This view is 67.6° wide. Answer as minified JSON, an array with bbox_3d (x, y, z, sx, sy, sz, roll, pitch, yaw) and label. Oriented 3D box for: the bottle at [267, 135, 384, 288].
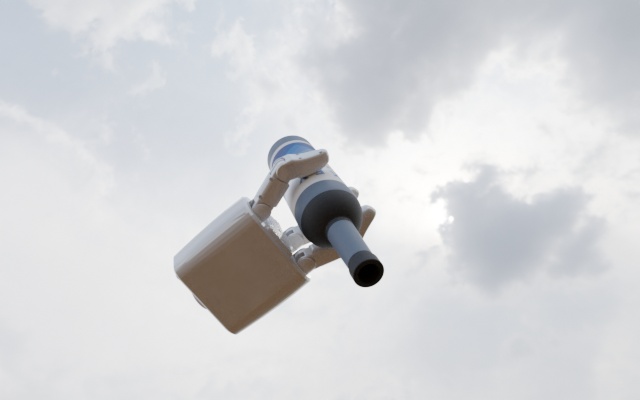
[{"bbox_3d":[0.000,0.002,0.518,0.069,0.069,0.295,0,23,-17],"label":"bottle"}]
